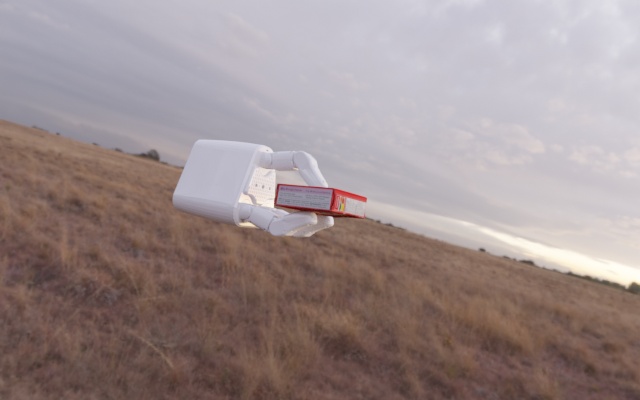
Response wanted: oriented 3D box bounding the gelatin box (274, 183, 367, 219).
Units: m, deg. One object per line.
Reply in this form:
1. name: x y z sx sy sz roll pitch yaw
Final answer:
1. gelatin box: 0.000 0.001 0.581 0.089 0.030 0.073 5 -6 36
